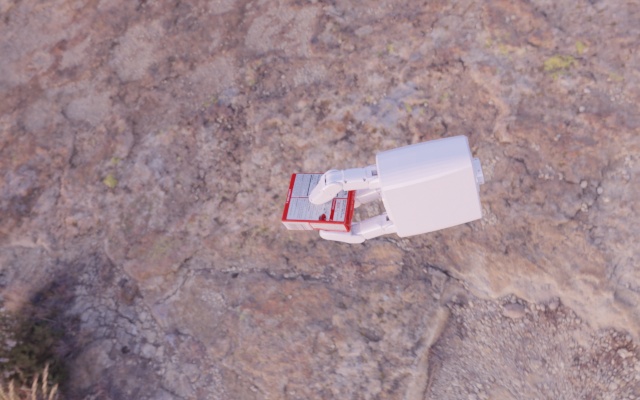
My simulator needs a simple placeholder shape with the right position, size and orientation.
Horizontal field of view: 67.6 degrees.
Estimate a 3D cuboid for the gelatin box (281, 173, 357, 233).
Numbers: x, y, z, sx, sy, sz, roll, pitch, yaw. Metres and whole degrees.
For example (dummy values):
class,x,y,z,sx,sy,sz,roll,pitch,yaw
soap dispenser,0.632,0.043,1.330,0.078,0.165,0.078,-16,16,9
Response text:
class,x,y,z,sx,sy,sz,roll,pitch,yaw
gelatin box,0.000,0.002,0.622,0.089,0.073,0.030,1,-27,18
